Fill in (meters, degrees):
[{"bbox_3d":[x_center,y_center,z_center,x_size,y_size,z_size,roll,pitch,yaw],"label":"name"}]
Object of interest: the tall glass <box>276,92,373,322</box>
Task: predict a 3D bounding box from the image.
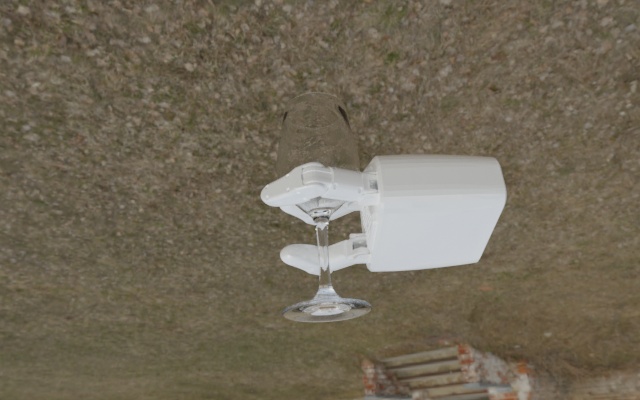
[{"bbox_3d":[0.000,0.002,0.431,0.079,0.201,0.079,-3,-25,-2],"label":"tall glass"}]
